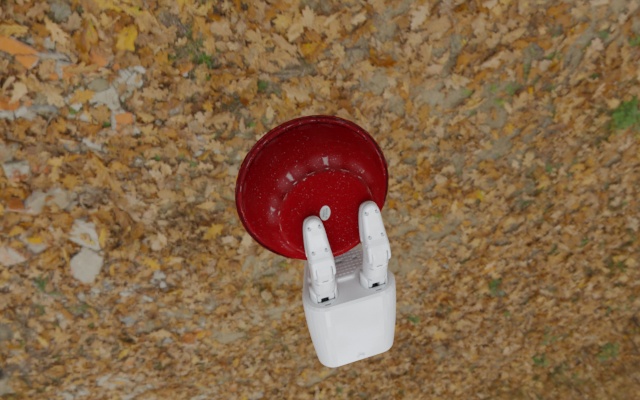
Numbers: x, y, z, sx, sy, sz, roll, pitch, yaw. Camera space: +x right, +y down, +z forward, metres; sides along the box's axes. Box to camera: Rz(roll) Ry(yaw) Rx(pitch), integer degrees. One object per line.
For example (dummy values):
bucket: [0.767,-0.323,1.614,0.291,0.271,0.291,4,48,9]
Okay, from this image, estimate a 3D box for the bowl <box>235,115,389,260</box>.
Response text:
bowl: [0.000,0.001,0.466,0.162,0.162,0.055,0,25,-16]
